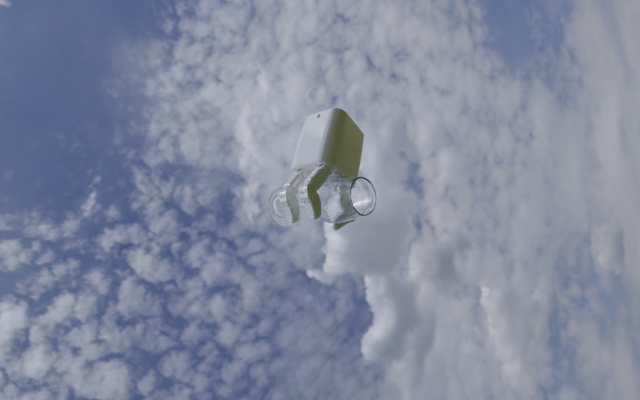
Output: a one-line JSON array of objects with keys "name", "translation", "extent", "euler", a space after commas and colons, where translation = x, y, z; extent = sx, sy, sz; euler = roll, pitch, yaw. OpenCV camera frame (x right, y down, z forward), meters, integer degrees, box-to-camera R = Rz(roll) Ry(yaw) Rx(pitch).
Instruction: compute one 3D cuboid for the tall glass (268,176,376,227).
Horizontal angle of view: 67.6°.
[{"name": "tall glass", "translation": [0.000, 0.003, 0.821], "extent": [0.079, 0.079, 0.201], "euler": [0, -5, -43]}]
